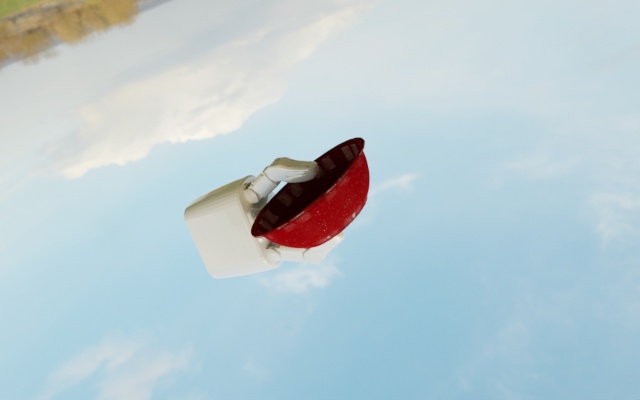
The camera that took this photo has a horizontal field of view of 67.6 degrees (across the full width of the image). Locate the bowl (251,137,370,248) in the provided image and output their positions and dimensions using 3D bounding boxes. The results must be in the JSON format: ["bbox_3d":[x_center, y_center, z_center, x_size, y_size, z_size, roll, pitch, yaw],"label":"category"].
[{"bbox_3d":[0.001,0.002,0.531,0.162,0.055,0.162,-38,15,12],"label":"bowl"}]
